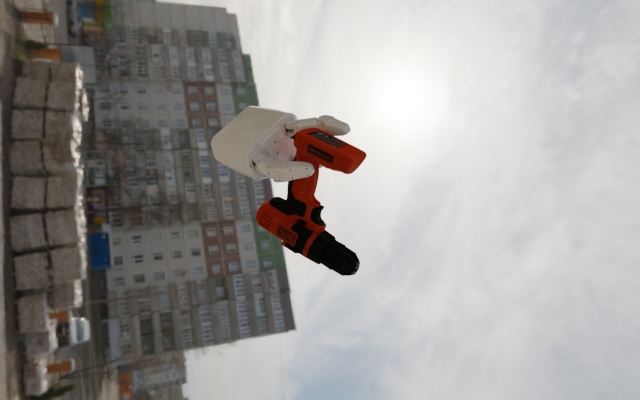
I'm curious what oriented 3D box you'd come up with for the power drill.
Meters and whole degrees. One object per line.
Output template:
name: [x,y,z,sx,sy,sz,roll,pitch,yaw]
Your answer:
power drill: [0.000,0.002,0.704,0.184,0.188,0.057,29,26,18]
